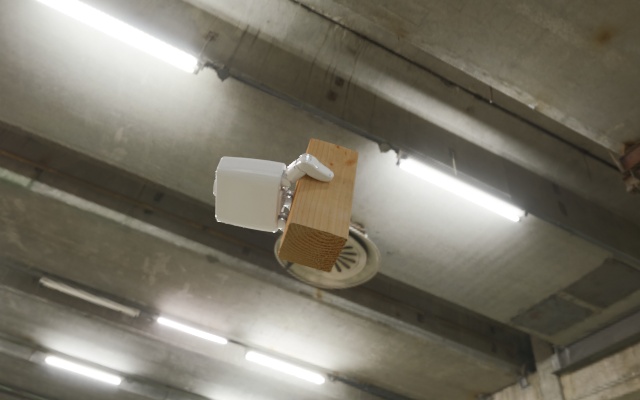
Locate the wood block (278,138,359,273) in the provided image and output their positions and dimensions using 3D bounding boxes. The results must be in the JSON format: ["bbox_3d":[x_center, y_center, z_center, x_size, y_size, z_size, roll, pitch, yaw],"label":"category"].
[{"bbox_3d":[0.000,0.002,0.789,0.090,0.206,0.091,17,-46,-6],"label":"wood block"}]
